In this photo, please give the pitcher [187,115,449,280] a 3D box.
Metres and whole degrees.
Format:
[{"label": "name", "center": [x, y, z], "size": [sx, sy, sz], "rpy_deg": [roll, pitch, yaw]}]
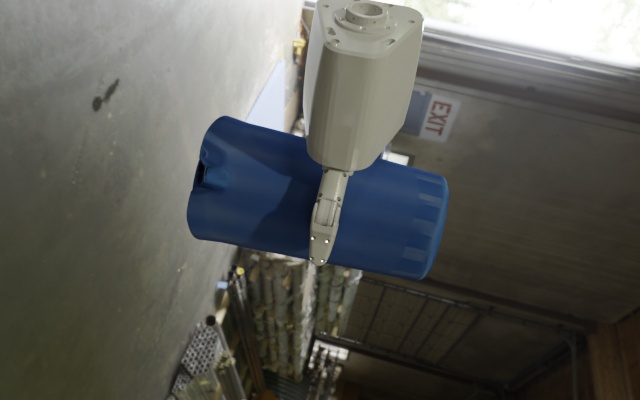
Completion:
[{"label": "pitcher", "center": [0.000, 0.002, 0.500], "size": [0.243, 0.145, 0.149], "rpy_deg": [13, 44, 7]}]
